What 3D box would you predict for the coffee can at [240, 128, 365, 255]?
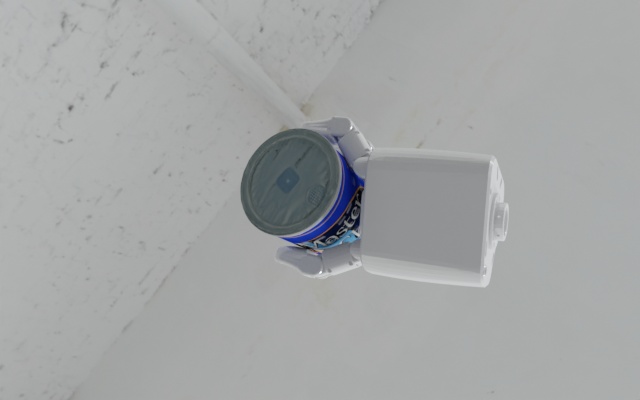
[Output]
[{"bbox_3d":[0.000,0.002,0.489,0.103,0.102,0.140,0,-17,27],"label":"coffee can"}]
